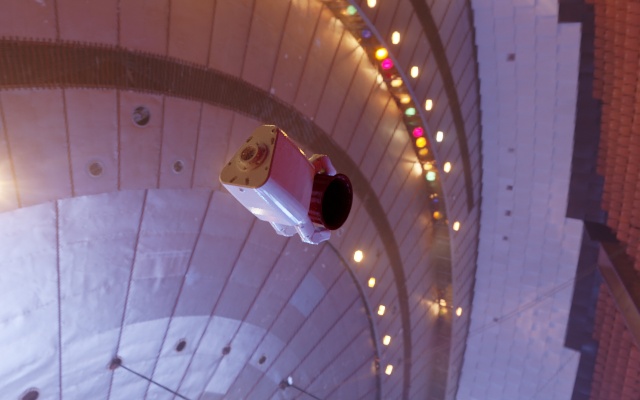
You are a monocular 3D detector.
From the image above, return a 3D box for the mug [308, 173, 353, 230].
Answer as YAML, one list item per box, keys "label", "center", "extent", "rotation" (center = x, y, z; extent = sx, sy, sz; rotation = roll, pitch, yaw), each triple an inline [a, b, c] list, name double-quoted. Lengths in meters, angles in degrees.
- label: "mug"
  center: [0.001, 0.003, 0.798]
  extent: [0.081, 0.093, 0.117]
  rotation: [12, -25, 35]
